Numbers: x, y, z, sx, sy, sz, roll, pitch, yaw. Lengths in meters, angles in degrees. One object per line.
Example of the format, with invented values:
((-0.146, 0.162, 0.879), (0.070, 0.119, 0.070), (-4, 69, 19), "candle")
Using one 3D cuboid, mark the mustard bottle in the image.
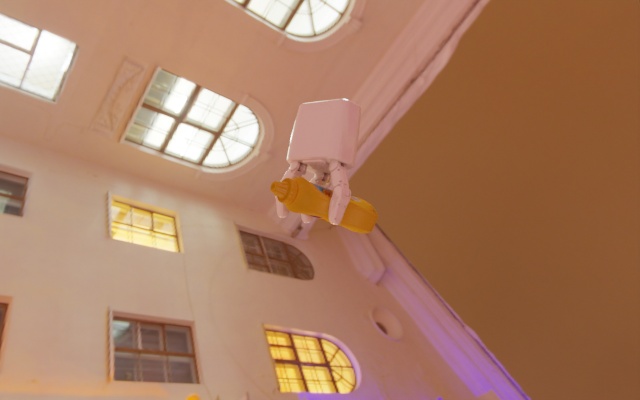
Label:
((0.000, 0.003, 0.793), (0.192, 0.058, 0.096), (19, 9, -37), "mustard bottle")
